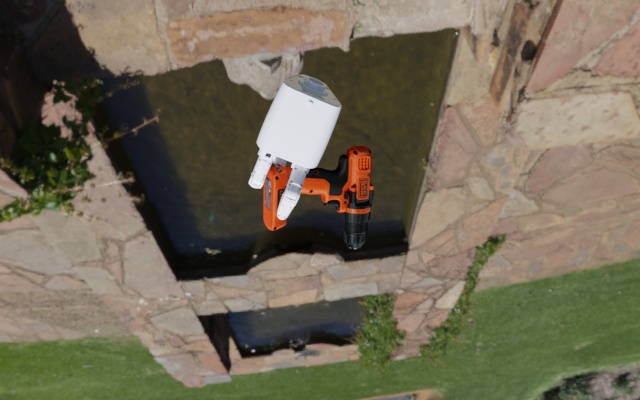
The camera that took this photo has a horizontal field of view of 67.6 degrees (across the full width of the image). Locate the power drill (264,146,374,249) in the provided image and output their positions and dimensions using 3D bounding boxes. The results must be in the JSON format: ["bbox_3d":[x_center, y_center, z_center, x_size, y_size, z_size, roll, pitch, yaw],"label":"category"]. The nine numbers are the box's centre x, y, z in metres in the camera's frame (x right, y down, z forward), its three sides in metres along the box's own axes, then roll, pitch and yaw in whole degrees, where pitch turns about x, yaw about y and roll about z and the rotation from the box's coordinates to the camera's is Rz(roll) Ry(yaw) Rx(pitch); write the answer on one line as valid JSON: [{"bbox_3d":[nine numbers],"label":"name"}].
[{"bbox_3d":[0.000,0.002,0.801,0.187,0.184,0.057,-6,17,-23],"label":"power drill"}]
